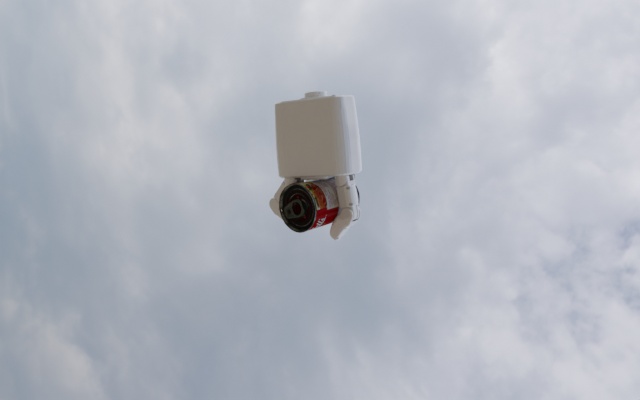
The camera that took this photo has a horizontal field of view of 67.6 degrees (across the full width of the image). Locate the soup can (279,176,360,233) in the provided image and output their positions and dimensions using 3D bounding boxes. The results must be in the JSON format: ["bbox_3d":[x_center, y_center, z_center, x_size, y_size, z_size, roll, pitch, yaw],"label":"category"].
[{"bbox_3d":[0.000,0.003,0.681,0.068,0.068,0.102,0,9,41],"label":"soup can"}]
